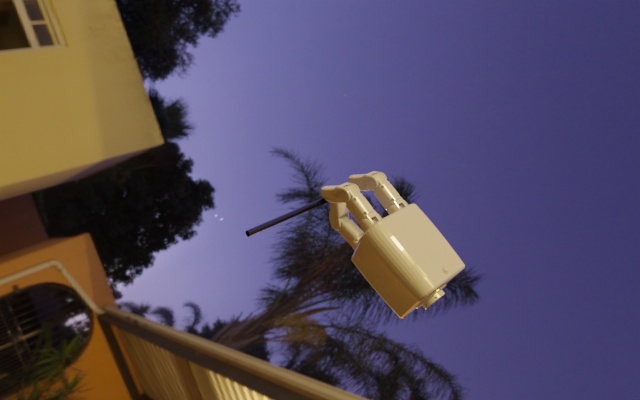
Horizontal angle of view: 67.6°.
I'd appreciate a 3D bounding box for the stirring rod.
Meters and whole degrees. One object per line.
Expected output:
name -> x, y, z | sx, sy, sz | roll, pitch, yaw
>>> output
stirring rod -> 0.000, 0.002, 0.642 | 0.239, 0.011, 0.011 | -23, 15, -38
